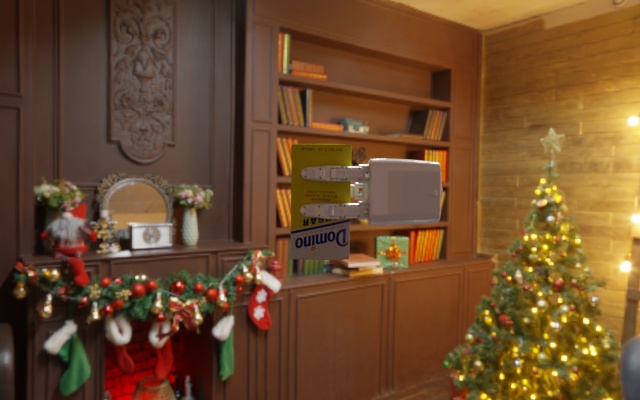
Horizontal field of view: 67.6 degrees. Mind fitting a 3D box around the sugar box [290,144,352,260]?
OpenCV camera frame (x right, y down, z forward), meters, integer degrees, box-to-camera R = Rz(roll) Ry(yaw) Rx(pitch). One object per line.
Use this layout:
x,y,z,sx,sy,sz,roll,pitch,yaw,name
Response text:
0.000,0.002,0.735,0.093,0.176,0.048,0,2,0,sugar box
